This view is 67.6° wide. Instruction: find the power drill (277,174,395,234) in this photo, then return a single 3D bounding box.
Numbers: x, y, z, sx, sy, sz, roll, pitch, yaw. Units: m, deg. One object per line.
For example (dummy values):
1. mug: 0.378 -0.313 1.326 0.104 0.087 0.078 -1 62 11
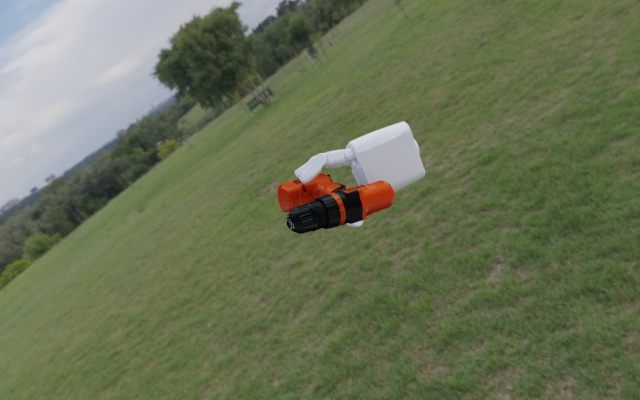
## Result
1. power drill: 0.000 0.002 0.784 0.184 0.057 0.187 -15 16 -27
